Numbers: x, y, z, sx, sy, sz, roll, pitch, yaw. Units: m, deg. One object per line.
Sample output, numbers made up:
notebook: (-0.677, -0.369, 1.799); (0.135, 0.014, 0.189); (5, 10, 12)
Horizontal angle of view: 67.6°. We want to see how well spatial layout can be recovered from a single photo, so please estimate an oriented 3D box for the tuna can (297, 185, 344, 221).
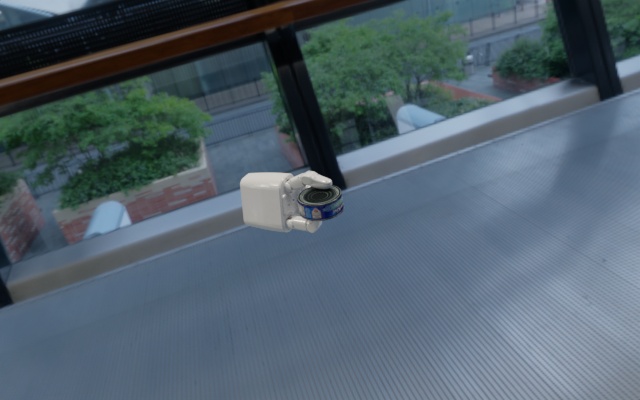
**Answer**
tuna can: (0.000, 0.002, 0.892); (0.086, 0.034, 0.086); (-7, 27, 4)
